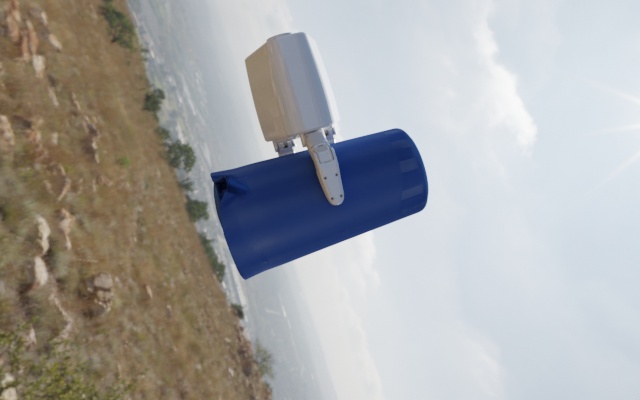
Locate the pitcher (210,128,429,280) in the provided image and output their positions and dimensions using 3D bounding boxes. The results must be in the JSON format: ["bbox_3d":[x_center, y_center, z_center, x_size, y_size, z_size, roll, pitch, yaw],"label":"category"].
[{"bbox_3d":[0.000,0.002,0.585,0.243,0.145,0.149,-17,10,-5],"label":"pitcher"}]
